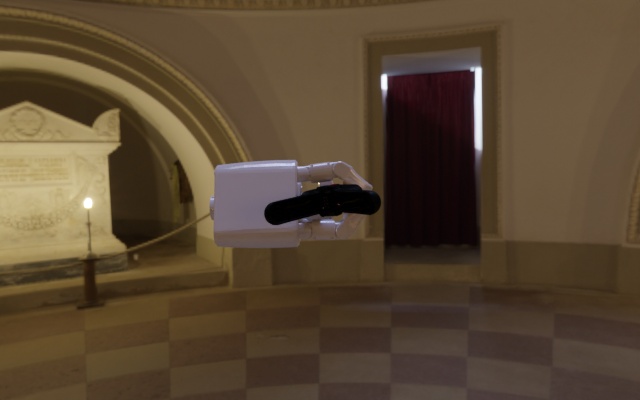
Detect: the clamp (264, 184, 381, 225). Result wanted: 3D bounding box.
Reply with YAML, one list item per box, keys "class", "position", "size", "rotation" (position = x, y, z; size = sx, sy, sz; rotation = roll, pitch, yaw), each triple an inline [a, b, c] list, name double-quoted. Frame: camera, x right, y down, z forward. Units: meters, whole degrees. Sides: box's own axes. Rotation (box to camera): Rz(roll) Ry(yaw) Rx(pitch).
- class: "clamp"
  position: [0.000, 0.001, 0.555]
  size: [0.120, 0.039, 0.171]
  rotation: [-2, 3, -1]
